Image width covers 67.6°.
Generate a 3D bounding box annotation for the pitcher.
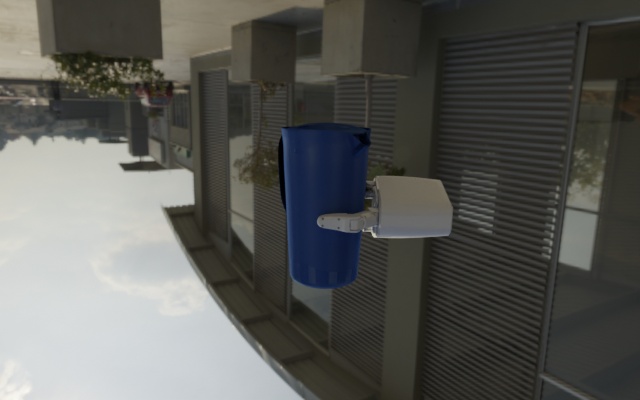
[{"bbox_3d":[0.000,0.002,0.737,0.145,0.243,0.149,1,11,1],"label":"pitcher"}]
